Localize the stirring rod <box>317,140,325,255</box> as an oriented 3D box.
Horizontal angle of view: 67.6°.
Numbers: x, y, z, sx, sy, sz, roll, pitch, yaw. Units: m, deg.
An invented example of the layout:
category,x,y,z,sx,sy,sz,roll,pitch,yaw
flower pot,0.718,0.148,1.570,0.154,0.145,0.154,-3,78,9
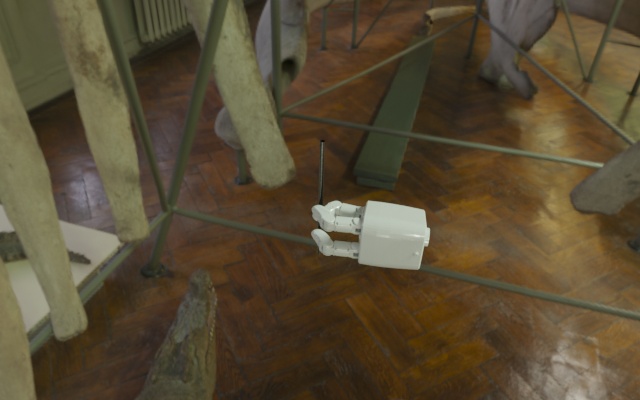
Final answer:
category,x,y,z,sx,sy,sz,roll,pitch,yaw
stirring rod,0.000,0.003,0.833,0.011,0.240,0.011,1,36,-1
